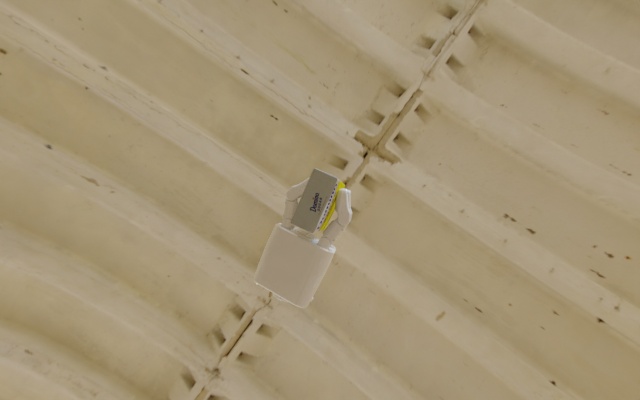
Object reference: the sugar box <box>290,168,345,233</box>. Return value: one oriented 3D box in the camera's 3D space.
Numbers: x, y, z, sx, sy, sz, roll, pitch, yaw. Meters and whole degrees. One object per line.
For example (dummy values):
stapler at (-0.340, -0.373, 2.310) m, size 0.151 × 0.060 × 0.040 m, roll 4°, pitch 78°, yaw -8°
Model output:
sugar box at (0.001, 0.003, 0.790) m, size 0.048 × 0.093 × 0.176 m, roll 24°, pitch 2°, yaw 4°
